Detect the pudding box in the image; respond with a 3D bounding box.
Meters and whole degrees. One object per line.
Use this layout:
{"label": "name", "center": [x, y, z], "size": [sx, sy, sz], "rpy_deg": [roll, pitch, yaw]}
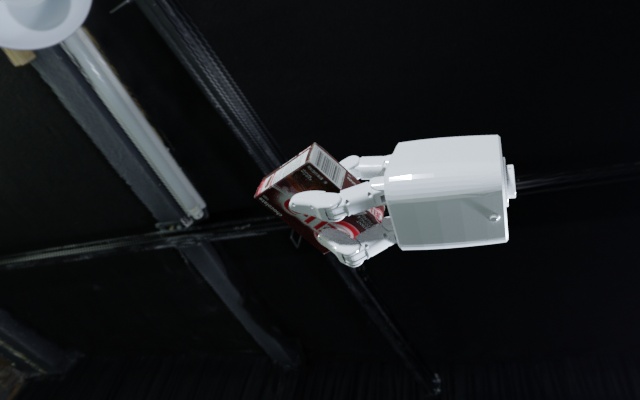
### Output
{"label": "pudding box", "center": [0.000, 0.002, 0.518], "size": [0.113, 0.039, 0.090], "rpy_deg": [42, -49, -21]}
